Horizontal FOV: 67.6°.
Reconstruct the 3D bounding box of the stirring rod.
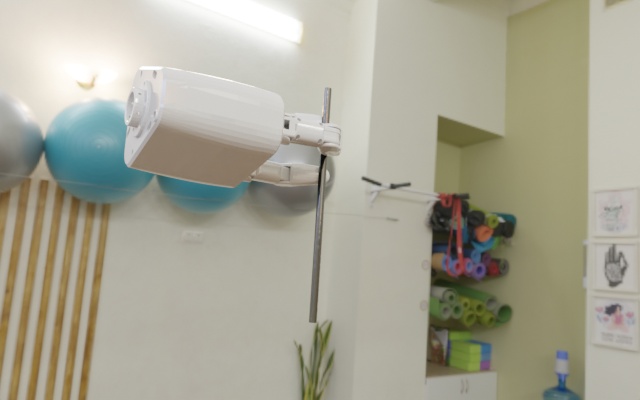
[{"bbox_3d":[0.000,0.002,0.487,0.011,0.239,0.011,4,-7,0],"label":"stirring rod"}]
